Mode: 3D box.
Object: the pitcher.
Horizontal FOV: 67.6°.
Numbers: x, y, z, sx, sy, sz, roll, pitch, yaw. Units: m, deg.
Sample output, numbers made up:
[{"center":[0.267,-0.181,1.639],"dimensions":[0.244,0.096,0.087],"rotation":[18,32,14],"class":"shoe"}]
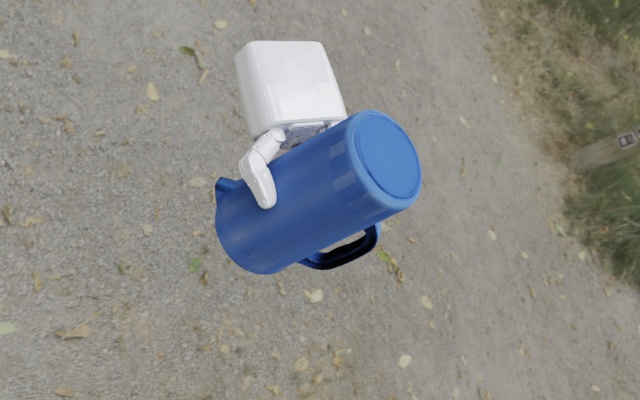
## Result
[{"center":[0.000,0.002,0.555],"dimensions":[0.149,0.145,0.243],"rotation":[-4,-16,-44],"class":"pitcher"}]
